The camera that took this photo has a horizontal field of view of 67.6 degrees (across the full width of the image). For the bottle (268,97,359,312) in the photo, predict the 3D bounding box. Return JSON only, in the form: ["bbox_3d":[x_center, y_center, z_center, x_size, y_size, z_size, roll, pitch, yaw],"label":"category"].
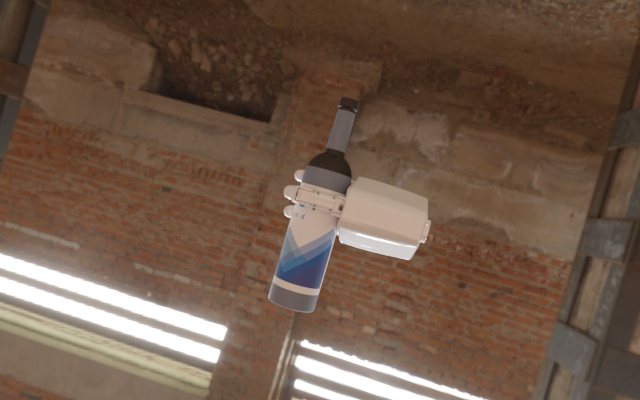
[{"bbox_3d":[0.000,0.002,0.662,0.069,0.295,0.069,16,0,0],"label":"bottle"}]
